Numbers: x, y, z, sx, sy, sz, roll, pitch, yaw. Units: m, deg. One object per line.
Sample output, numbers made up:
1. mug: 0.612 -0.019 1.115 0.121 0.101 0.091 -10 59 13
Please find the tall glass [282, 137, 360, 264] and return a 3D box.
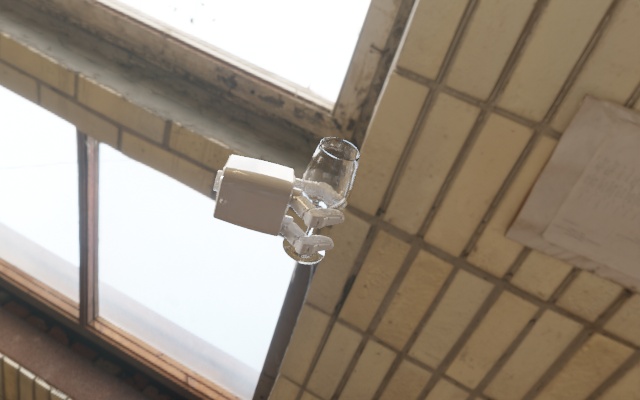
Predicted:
1. tall glass: 0.000 0.003 0.744 0.079 0.201 0.079 14 34 -10
